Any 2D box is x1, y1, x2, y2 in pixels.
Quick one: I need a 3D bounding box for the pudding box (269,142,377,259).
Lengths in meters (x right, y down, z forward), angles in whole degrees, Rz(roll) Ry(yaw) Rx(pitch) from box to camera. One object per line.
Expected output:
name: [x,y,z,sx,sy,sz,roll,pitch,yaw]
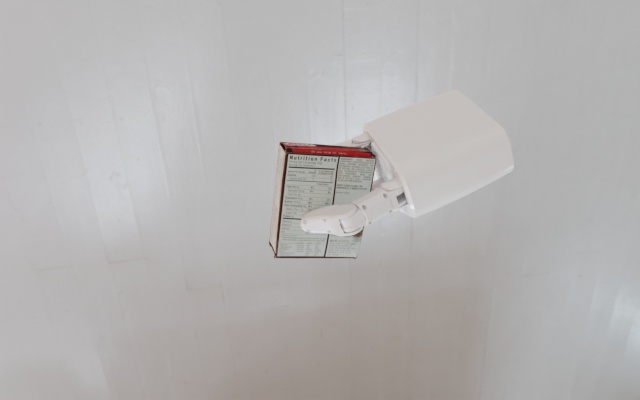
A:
pudding box: [0.000,0.002,0.470,0.090,0.113,0.039,3,20,-15]
